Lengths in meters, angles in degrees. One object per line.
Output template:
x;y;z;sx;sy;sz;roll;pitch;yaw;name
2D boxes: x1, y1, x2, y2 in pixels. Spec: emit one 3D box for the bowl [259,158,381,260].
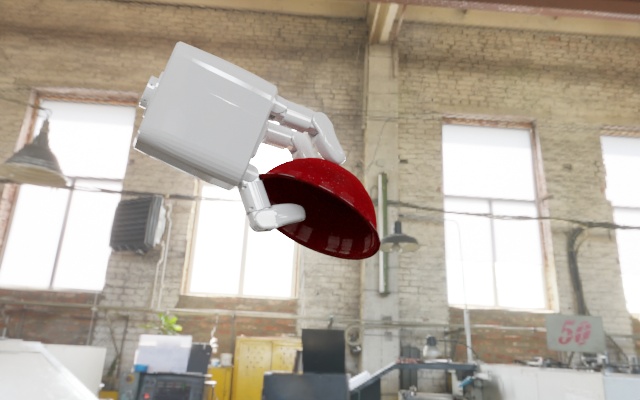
0.001;0.002;0.537;0.162;0.055;0.162;22;-28;12;bowl
